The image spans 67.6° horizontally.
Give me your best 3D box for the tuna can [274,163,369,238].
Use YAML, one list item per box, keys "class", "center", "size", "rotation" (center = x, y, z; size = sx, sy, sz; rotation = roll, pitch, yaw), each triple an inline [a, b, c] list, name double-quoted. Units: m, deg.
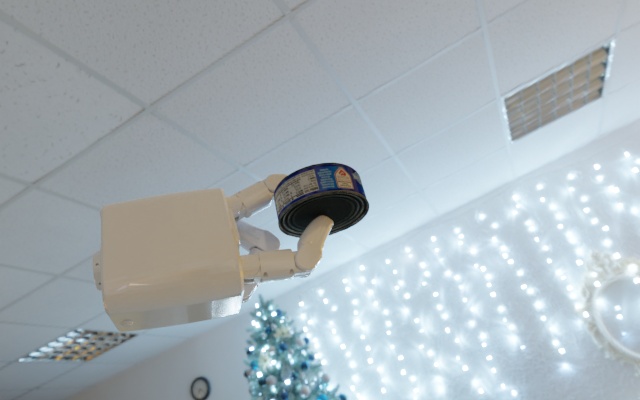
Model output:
- class: "tuna can"
  center: [0.000, 0.001, 0.447]
  size: [0.086, 0.033, 0.086]
  rotation: [-11, -28, -6]
